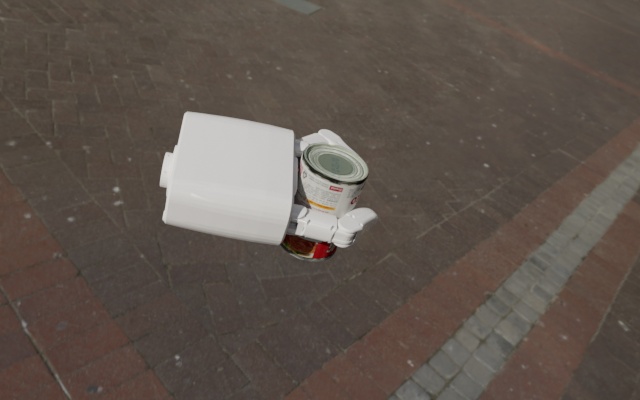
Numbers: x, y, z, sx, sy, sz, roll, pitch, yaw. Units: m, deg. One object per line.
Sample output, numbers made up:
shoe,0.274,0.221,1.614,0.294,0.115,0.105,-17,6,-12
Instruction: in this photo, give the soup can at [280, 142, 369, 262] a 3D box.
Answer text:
soup can,0.001,0.002,0.479,0.068,0.102,0.068,14,35,-10
